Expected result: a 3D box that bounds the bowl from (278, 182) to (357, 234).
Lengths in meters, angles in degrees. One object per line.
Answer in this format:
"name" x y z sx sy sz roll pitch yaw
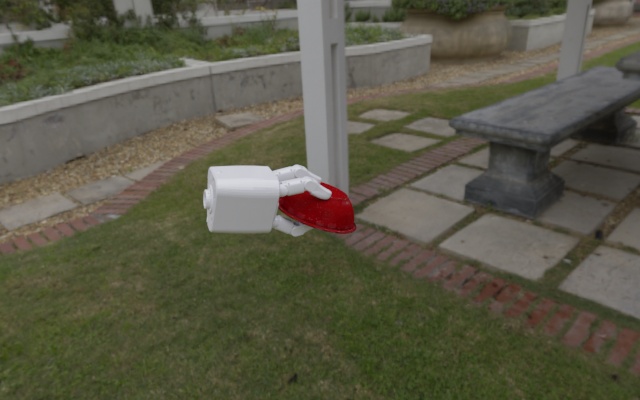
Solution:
"bowl" 0.001 0.003 0.900 0.162 0.055 0.162 18 15 -5
